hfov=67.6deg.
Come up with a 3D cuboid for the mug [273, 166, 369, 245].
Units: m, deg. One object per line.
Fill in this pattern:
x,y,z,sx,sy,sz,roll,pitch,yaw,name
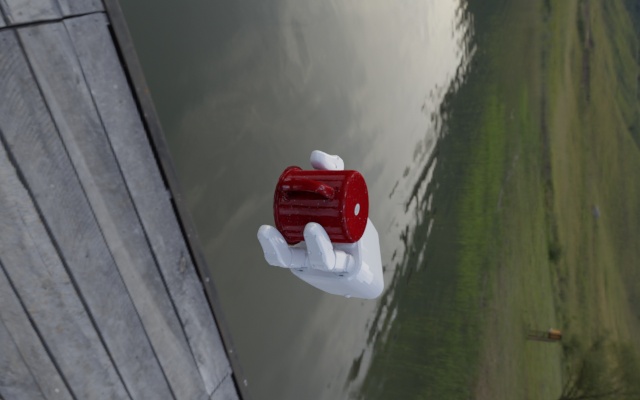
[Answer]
0.000,0.001,0.529,0.081,0.093,0.117,1,-22,26,mug
